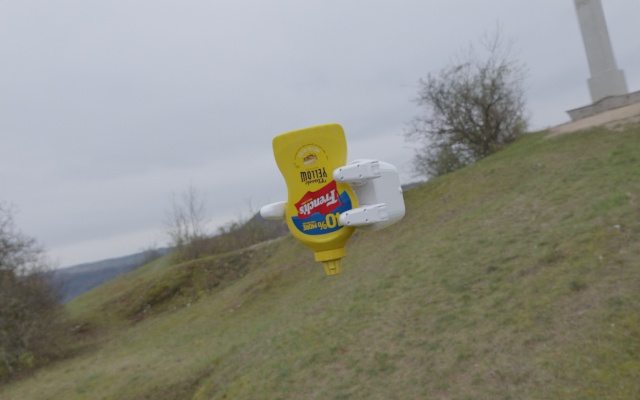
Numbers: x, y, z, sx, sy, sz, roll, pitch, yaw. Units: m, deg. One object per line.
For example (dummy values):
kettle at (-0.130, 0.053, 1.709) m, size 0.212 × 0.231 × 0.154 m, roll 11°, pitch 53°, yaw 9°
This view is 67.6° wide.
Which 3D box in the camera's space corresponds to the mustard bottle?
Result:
mustard bottle at (0.000, 0.002, 0.622) m, size 0.096 × 0.191 × 0.058 m, roll -11°, pitch -3°, yaw 5°
